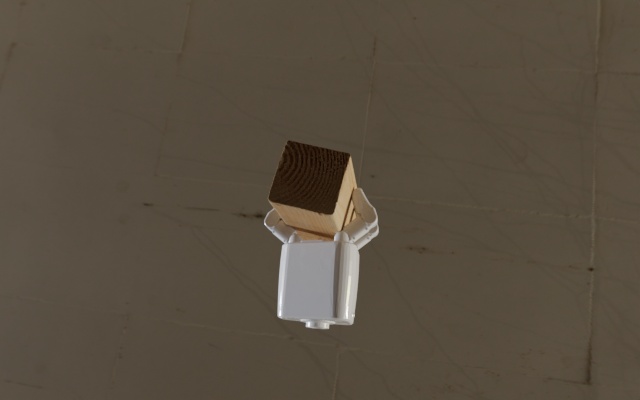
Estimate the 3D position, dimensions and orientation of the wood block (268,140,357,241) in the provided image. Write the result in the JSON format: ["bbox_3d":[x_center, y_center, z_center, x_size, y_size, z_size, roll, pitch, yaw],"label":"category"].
[{"bbox_3d":[0.000,0.003,0.704,0.091,0.090,0.206,13,-16,12],"label":"wood block"}]
